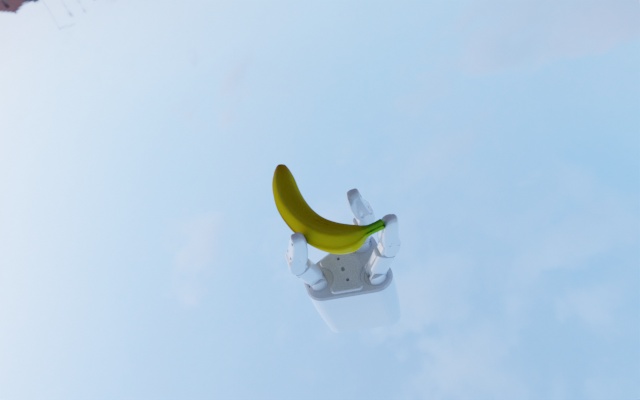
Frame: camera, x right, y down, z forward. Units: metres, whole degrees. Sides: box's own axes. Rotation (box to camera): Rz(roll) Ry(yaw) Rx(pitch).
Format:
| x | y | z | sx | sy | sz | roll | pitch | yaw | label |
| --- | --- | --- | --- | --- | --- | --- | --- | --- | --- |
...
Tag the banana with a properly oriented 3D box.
| x | y | z | sx | sy | sz | roll | pitch | yaw | label |
| --- | --- | --- | --- | --- | --- | --- | --- | --- | --- |
| -0.011 | 0.016 | 0.591 | 0.197 | 0.069 | 0.037 | 32 | -22 | 39 | banana |
